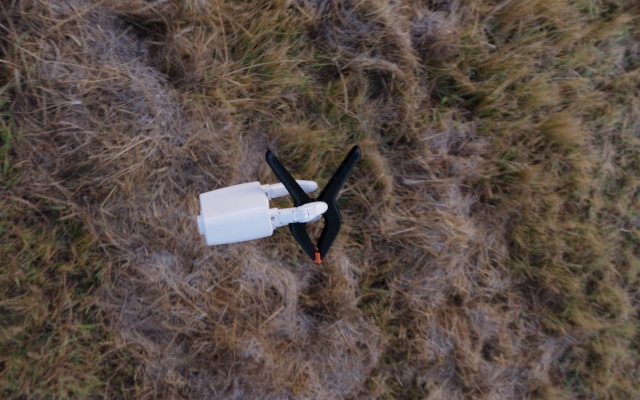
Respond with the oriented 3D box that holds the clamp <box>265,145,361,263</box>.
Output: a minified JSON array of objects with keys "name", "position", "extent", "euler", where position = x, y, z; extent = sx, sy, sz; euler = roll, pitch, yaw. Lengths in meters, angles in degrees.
[{"name":"clamp","position":[0.000,0.003,0.825],"extent":[0.164,0.210,0.036],"euler":[-11,16,-12]}]
